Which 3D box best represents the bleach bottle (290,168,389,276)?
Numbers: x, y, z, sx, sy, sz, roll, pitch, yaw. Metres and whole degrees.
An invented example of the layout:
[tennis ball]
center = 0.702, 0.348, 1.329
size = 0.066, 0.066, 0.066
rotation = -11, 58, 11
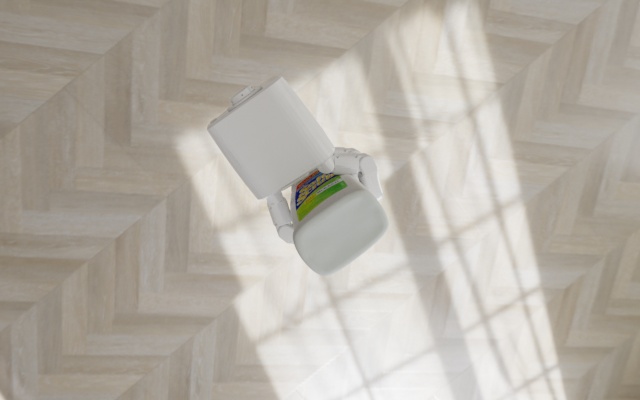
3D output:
[bleach bottle]
center = 0.000, 0.002, 0.602
size = 0.102, 0.068, 0.250
rotation = -36, 18, -1
